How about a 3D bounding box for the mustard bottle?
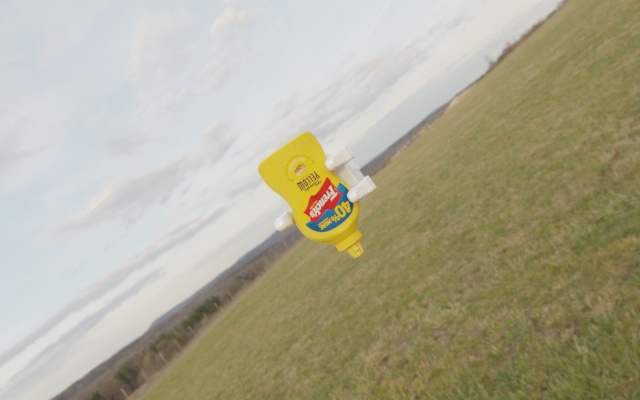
[{"bbox_3d":[0.000,0.002,0.692,0.096,0.191,0.058,-36,1,-9],"label":"mustard bottle"}]
